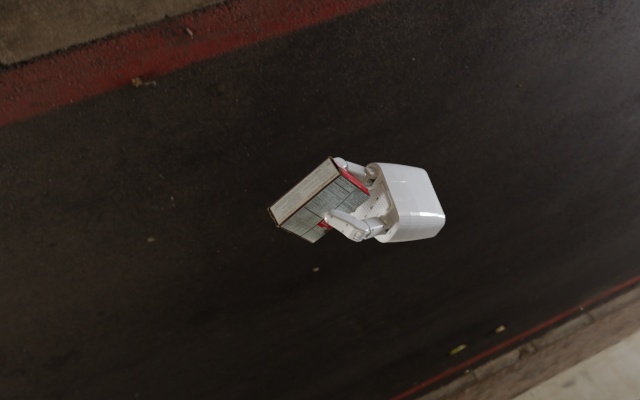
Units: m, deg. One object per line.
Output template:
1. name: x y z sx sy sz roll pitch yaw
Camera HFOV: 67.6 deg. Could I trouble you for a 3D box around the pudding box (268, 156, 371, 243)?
1. pudding box: 0.000 0.002 0.644 0.113 0.039 0.090 -41 -36 12
